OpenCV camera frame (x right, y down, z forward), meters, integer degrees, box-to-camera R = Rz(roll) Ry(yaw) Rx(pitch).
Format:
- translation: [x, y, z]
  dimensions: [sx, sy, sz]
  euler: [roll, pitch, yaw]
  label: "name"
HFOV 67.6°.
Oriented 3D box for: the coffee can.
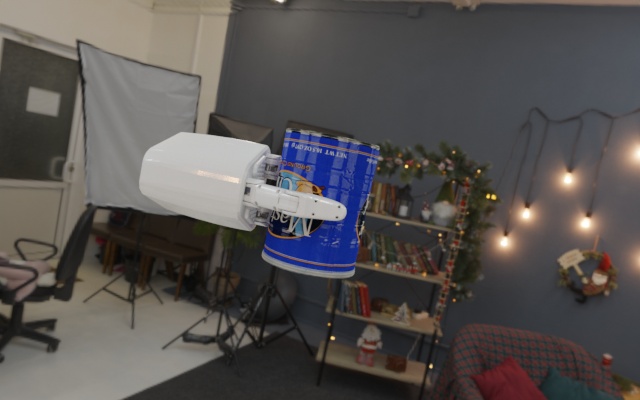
- translation: [0.000, 0.002, 0.515]
  dimensions: [0.103, 0.140, 0.103]
  euler: [11, 4, -1]
  label: "coffee can"
